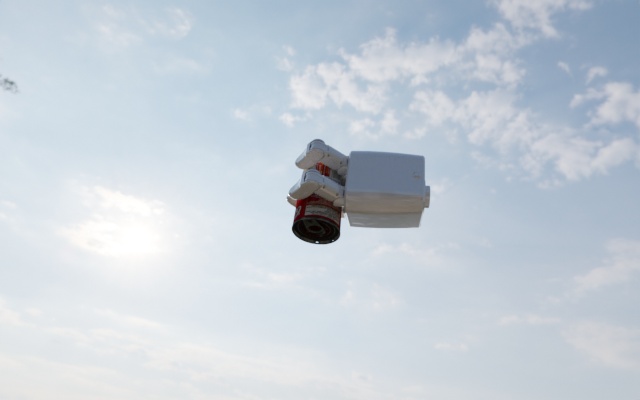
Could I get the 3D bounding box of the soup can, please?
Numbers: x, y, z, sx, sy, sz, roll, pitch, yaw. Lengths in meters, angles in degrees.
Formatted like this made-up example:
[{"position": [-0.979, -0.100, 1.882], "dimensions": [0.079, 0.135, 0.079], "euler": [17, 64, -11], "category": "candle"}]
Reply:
[{"position": [0.000, 0.002, 0.682], "dimensions": [0.068, 0.102, 0.069], "euler": [6, -34, 4], "category": "soup can"}]
